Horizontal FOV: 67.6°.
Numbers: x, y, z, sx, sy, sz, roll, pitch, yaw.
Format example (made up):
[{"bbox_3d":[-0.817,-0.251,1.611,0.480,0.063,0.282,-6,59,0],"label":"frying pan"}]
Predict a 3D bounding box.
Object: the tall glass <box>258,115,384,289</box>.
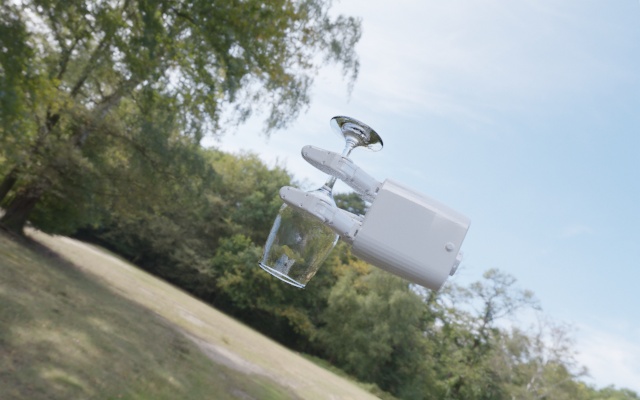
[{"bbox_3d":[0.000,0.001,0.569,0.079,0.201,0.079,26,-15,7],"label":"tall glass"}]
